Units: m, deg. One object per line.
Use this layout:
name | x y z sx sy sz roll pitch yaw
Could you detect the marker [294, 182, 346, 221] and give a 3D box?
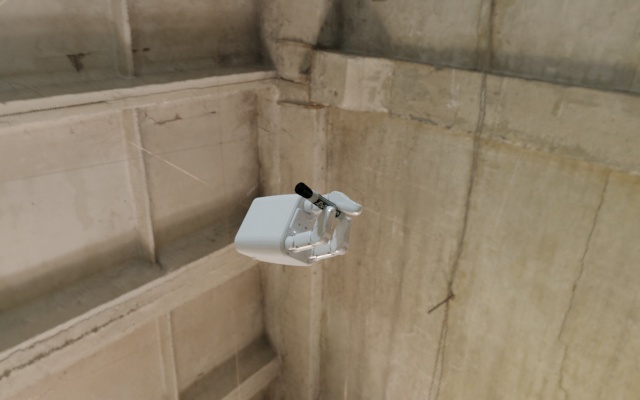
marker | 0.000 0.002 0.717 0.020 0.020 0.121 0 -21 35
